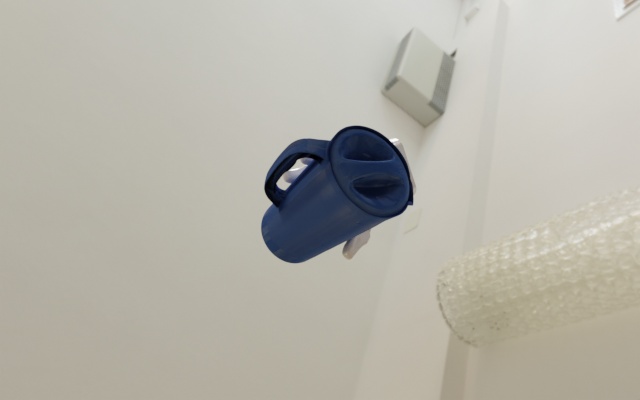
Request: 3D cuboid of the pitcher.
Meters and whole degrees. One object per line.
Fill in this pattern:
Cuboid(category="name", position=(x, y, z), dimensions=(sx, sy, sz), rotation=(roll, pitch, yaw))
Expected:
Cuboid(category="pitcher", position=(0.000, 0.002, 0.694), dimensions=(0.145, 0.149, 0.243), rotation=(-27, -7, -41))
